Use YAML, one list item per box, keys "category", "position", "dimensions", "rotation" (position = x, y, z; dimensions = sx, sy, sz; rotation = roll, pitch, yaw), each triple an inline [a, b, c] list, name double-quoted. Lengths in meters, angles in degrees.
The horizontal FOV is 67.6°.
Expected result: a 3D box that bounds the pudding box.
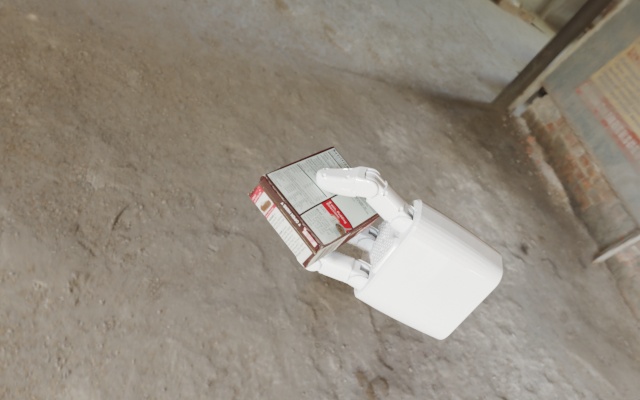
- category: "pudding box"
  position: [0.000, 0.001, 0.468]
  dimensions: [0.113, 0.090, 0.039]
  rotation: [-27, -18, -48]
